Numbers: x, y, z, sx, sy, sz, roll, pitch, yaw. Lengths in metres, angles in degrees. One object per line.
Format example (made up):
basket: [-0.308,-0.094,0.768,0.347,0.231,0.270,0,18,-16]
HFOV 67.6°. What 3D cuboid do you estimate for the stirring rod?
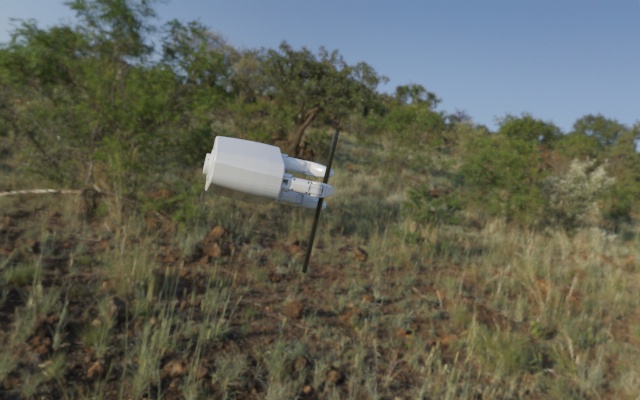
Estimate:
stirring rod: [0.000,0.003,0.781,0.011,0.239,0.011,13,5,-1]
